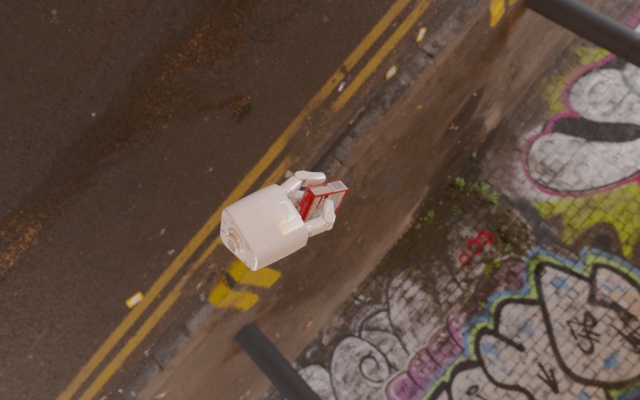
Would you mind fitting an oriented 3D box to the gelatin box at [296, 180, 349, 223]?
[{"bbox_3d":[0.001,0.003,0.888,0.089,0.073,0.030,-13,52,-41],"label":"gelatin box"}]
